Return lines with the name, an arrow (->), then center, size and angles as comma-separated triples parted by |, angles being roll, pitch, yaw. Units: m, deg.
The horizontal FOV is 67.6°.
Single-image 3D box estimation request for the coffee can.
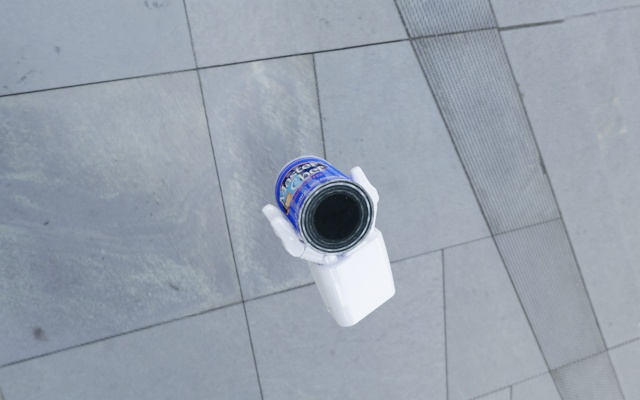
coffee can -> 0.000, 0.002, 0.662 | 0.103, 0.103, 0.140 | 0, 17, -19
